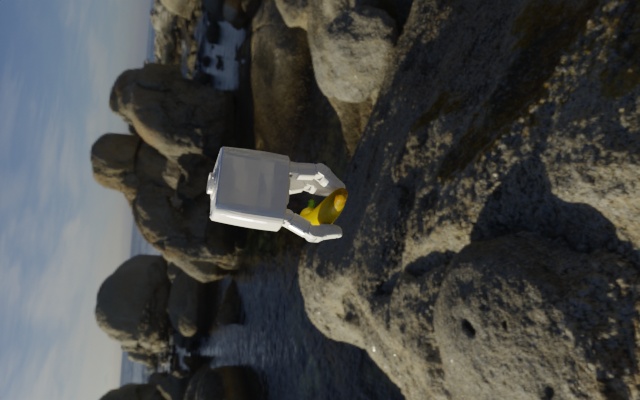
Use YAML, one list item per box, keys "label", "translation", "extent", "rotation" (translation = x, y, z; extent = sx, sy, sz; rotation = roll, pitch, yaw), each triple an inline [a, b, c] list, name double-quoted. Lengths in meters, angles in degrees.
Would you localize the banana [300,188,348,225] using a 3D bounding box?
- label: "banana"
  translation: [-0.004, 0.021, 0.800]
  extent: [0.037, 0.069, 0.198]
  rotation: [13, -9, -16]
